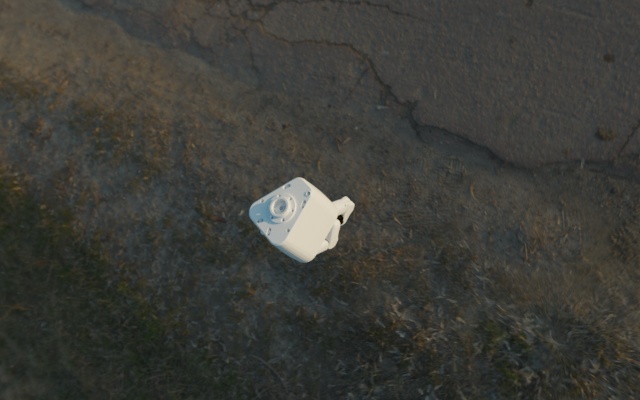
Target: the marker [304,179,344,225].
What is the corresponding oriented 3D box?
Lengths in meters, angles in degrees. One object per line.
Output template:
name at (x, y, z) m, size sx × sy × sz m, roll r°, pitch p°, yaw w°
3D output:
marker at (0.000, 0.003, 0.870) m, size 0.121 × 0.020 × 0.020 m, roll 45°, pitch 26°, yaw 29°
